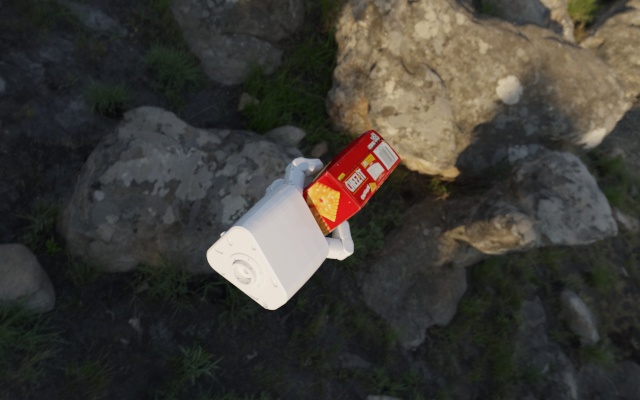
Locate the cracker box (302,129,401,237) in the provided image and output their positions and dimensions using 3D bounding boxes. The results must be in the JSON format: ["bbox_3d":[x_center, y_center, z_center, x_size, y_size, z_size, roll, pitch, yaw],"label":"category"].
[{"bbox_3d":[0.000,0.002,0.706,0.214,0.072,0.164,-39,4,39],"label":"cracker box"}]
